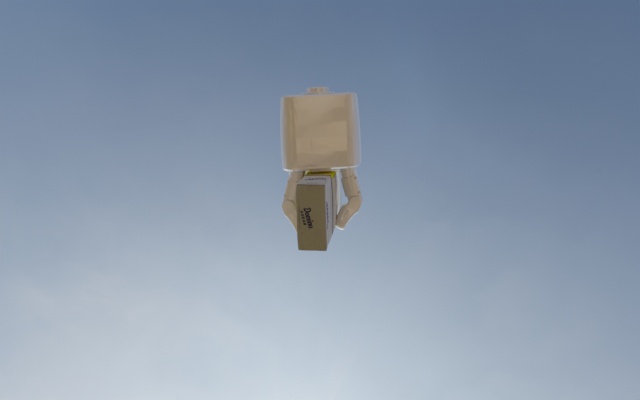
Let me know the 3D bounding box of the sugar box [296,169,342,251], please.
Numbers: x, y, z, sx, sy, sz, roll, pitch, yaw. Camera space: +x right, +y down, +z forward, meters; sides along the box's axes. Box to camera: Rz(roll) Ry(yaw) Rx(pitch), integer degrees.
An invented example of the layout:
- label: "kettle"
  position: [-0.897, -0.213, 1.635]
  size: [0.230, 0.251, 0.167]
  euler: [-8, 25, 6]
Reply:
- label: "sugar box"
  position: [0.000, 0.002, 0.704]
  size: [0.048, 0.093, 0.176]
  euler: [1, 14, 11]
